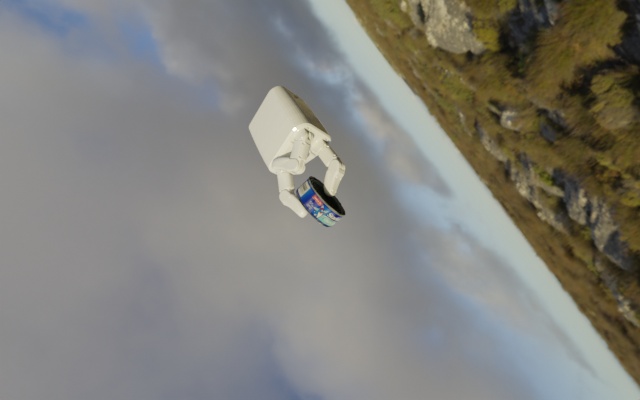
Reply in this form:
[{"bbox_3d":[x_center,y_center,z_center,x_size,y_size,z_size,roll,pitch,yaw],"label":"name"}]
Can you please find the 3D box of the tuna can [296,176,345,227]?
[{"bbox_3d":[0.000,0.003,0.785,0.034,0.086,0.086,-42,-12,14],"label":"tuna can"}]
